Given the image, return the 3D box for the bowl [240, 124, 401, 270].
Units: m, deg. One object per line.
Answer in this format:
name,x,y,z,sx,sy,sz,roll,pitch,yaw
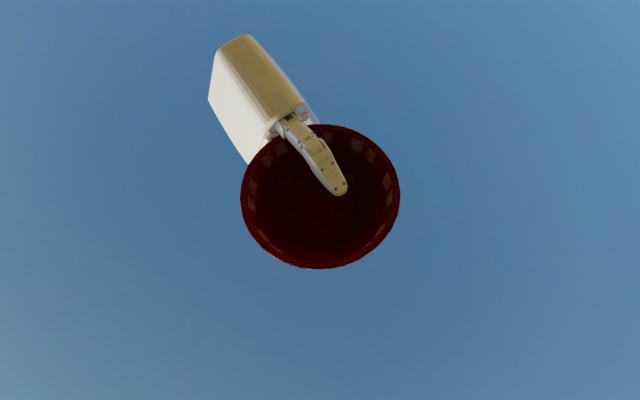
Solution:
bowl,0.001,0.003,0.502,0.162,0.162,0.055,0,-25,2
